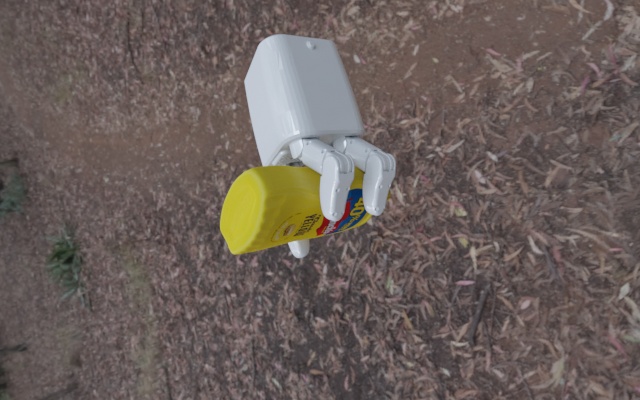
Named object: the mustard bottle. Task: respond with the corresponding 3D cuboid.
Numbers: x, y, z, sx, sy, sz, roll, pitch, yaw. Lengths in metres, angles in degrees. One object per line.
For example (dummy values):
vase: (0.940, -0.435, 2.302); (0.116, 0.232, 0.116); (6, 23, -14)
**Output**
mustard bottle: (0.000, 0.002, 0.486); (0.191, 0.058, 0.096); (-8, -36, -39)
